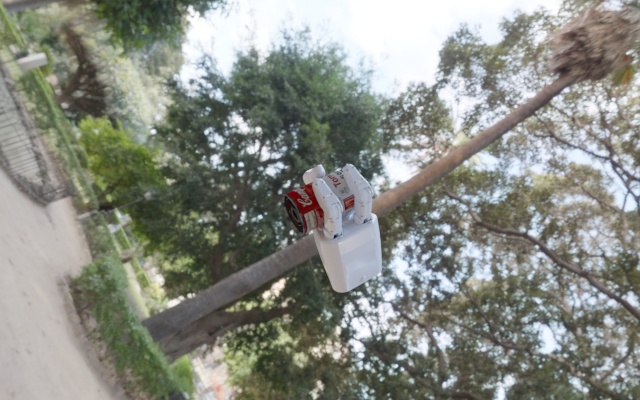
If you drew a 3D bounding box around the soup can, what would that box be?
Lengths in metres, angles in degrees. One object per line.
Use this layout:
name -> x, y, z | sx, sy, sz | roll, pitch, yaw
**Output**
soup can -> 0.000, 0.002, 0.729 | 0.102, 0.068, 0.068 | -25, 9, -21
